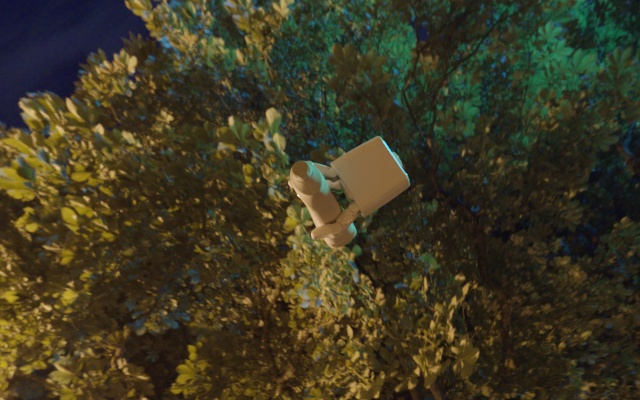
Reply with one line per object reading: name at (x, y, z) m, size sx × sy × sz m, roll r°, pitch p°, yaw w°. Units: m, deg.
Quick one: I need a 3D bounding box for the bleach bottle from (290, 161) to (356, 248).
bleach bottle at (0.000, 0.003, 0.880) m, size 0.068 × 0.102 × 0.251 m, roll -33°, pitch -27°, yaw -1°
